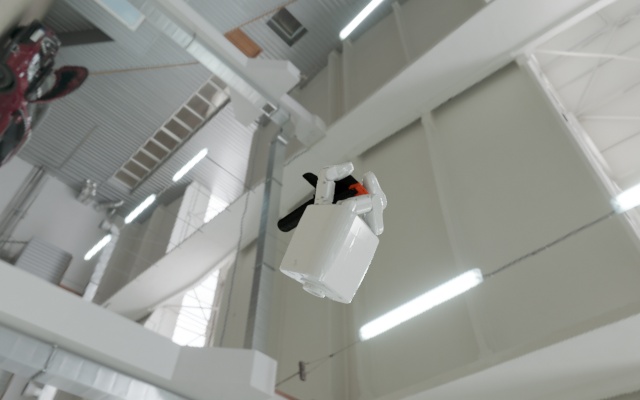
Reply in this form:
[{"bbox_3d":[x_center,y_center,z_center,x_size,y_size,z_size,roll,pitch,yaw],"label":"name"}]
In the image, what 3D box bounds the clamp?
[{"bbox_3d":[0.001,0.003,0.762,0.039,0.120,0.171,36,-21,-30],"label":"clamp"}]
